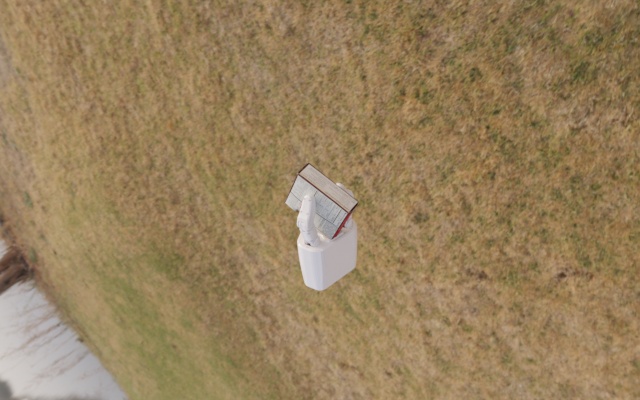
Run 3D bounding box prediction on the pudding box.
[{"bbox_3d":[0.000,0.003,0.820,0.039,0.113,0.090,-48,-8,-40],"label":"pudding box"}]
